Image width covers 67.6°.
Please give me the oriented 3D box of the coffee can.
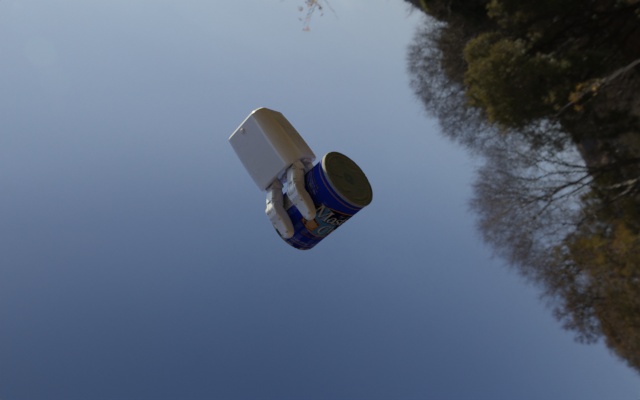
[{"bbox_3d":[0.000,0.003,0.777,0.140,0.102,0.103,-40,-24,32],"label":"coffee can"}]
